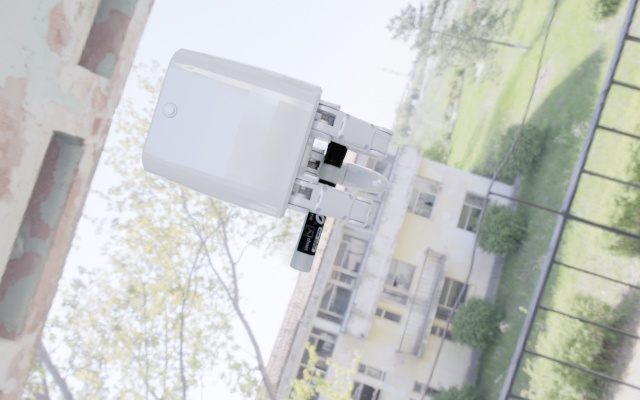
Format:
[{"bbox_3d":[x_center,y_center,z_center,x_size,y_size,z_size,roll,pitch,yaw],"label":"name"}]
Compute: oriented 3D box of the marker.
[{"bbox_3d":[0.000,0.001,0.408,0.020,0.121,0.020,17,1,0],"label":"marker"}]
